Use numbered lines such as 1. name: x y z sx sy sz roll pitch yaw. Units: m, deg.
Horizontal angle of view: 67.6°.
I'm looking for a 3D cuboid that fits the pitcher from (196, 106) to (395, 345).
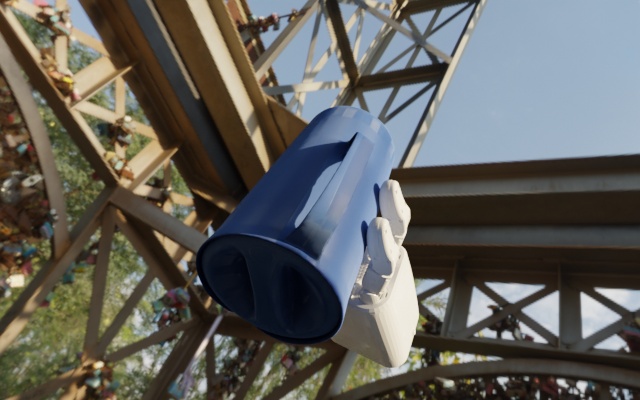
1. pitcher: 0.000 0.002 0.468 0.149 0.145 0.242 -2 37 28
